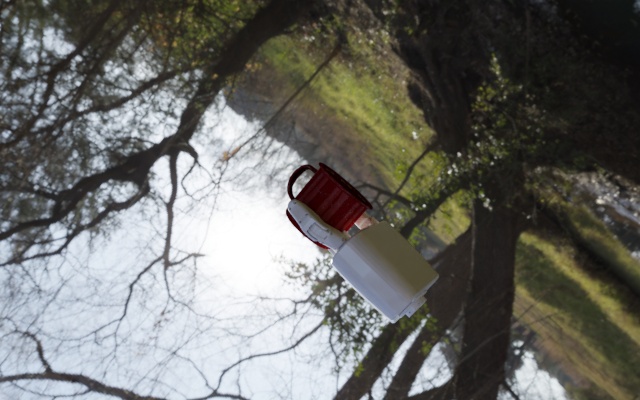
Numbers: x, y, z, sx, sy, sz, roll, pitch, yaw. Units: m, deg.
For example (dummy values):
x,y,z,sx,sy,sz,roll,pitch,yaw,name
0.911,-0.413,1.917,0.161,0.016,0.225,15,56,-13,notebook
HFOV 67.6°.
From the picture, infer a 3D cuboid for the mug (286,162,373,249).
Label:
x,y,z,sx,sy,sz,roll,pitch,yaw,name
-0.001,0.001,0.635,0.117,0.081,0.093,44,10,20,mug
